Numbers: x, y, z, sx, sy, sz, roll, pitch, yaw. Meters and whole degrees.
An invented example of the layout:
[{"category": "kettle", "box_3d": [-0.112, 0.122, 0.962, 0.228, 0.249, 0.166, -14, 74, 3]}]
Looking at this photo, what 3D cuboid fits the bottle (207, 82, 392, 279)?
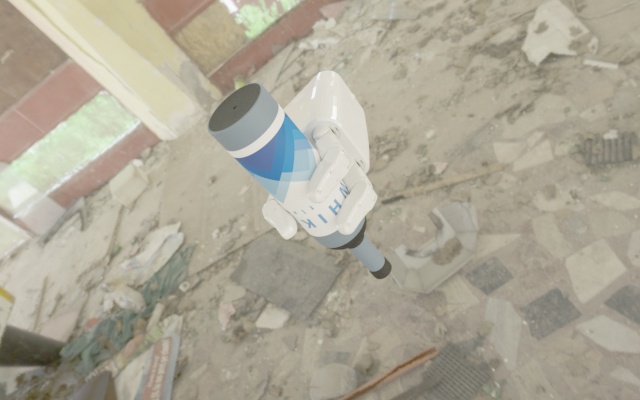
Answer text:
[{"category": "bottle", "box_3d": [0.000, 0.002, 0.528, 0.069, 0.069, 0.296, 0, -37, 43]}]
